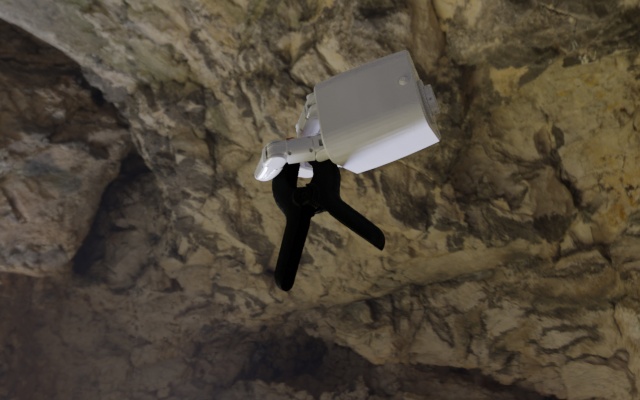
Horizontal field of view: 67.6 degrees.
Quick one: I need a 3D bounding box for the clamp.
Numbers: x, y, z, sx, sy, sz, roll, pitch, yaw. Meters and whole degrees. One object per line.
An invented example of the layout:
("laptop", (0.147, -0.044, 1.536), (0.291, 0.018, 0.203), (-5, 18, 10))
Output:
("clamp", (0.000, 0.002, 0.505), (0.120, 0.171, 0.039), (-15, -26, 13))
